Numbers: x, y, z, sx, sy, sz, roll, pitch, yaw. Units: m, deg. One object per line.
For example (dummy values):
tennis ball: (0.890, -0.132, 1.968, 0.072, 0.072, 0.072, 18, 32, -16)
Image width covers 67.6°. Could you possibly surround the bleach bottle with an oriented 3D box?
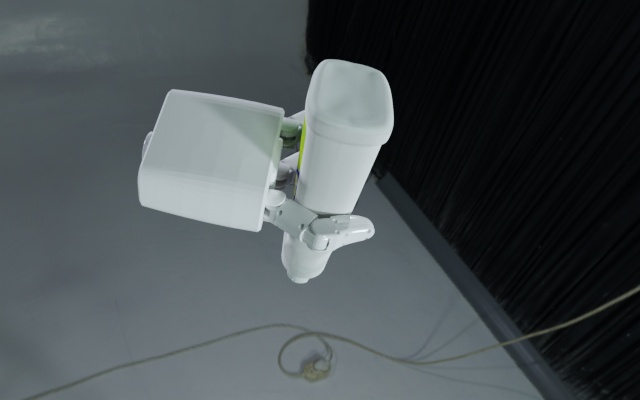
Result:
bleach bottle: (0.000, 0.001, 0.456, 0.068, 0.251, 0.102, 11, 43, -5)
